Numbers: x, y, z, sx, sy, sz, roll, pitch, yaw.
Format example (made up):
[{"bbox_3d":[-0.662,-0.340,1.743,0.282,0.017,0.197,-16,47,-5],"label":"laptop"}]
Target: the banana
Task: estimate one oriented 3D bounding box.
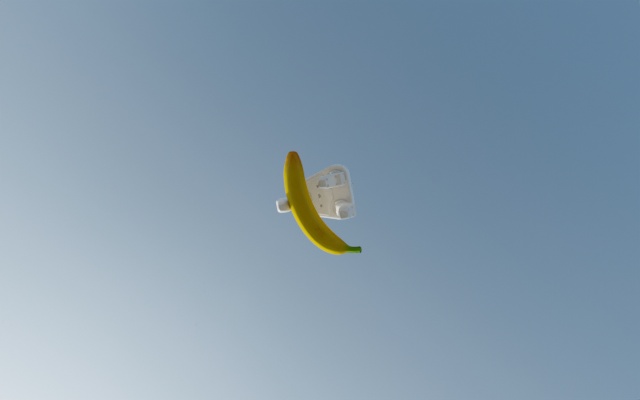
[{"bbox_3d":[-0.013,0.016,0.779,0.069,0.198,0.037,-35,0,15],"label":"banana"}]
